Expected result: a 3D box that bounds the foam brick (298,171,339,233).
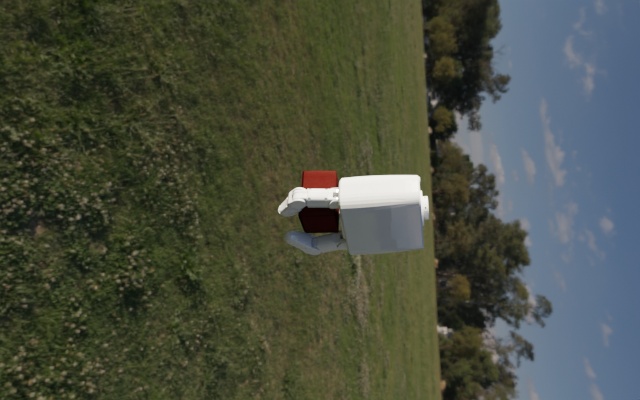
[{"bbox_3d":[0.000,0.002,0.691,0.051,0.078,0.053,-3,-32,9],"label":"foam brick"}]
